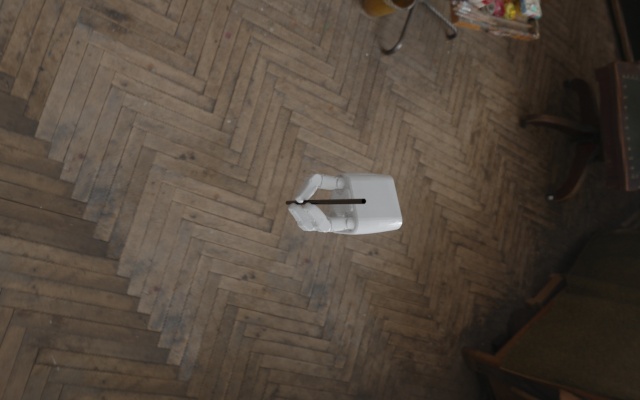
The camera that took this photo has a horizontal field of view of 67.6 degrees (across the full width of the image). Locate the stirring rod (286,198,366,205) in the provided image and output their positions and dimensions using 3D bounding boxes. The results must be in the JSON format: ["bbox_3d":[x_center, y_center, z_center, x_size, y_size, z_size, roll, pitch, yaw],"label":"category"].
[{"bbox_3d":[0.000,0.002,0.771,0.011,0.011,0.239,0,-1,-30],"label":"stirring rod"}]
